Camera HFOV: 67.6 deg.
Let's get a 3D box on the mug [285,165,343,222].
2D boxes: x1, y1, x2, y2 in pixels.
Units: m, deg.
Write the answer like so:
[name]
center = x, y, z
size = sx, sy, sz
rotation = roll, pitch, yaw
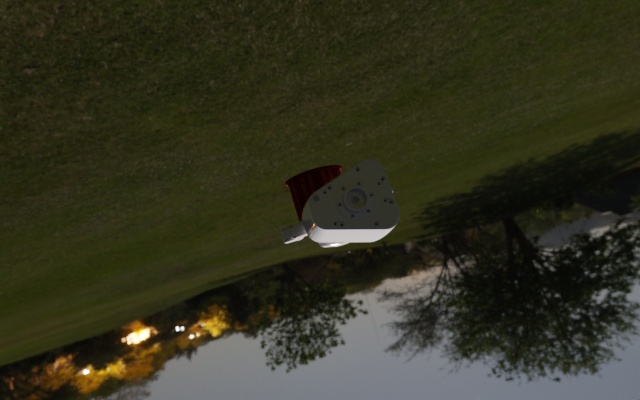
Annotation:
[mug]
center = 0.000, 0.003, 0.742
size = 0.093, 0.081, 0.117
rotation = -16, -10, -6
